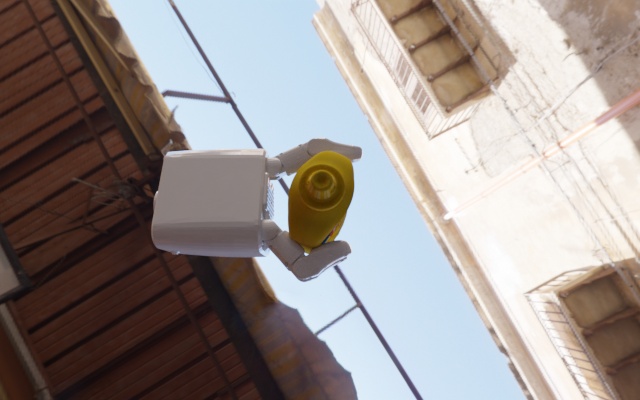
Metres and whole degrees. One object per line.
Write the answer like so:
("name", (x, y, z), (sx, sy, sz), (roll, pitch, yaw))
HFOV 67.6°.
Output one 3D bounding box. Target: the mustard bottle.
("mustard bottle", (0.000, 0.002, 0.483), (0.058, 0.096, 0.192), (24, -10, 5))
